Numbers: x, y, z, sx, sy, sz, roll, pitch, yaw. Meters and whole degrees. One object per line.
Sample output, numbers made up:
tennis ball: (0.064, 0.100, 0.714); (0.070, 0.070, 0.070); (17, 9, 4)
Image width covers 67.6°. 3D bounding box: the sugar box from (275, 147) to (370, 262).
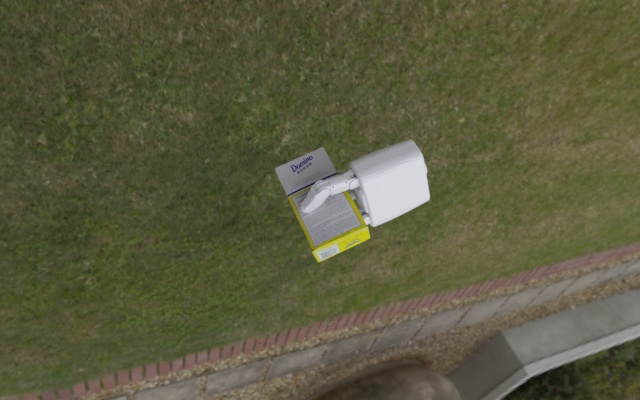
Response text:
sugar box: (0.000, 0.003, 0.774); (0.093, 0.176, 0.048); (-24, -35, -3)
